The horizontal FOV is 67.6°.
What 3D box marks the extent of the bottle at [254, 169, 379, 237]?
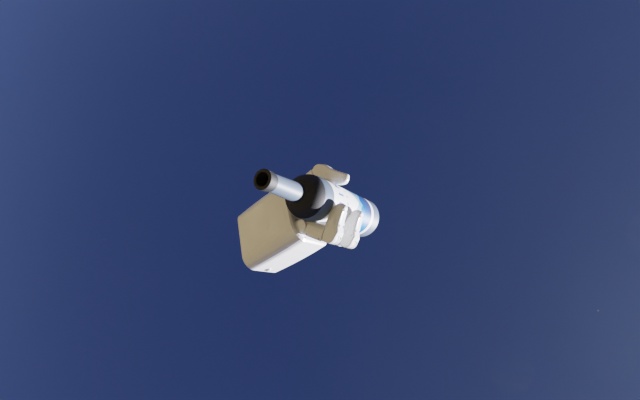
[{"bbox_3d":[0.000,0.002,0.715,0.069,0.069,0.296,0,-11,30],"label":"bottle"}]
